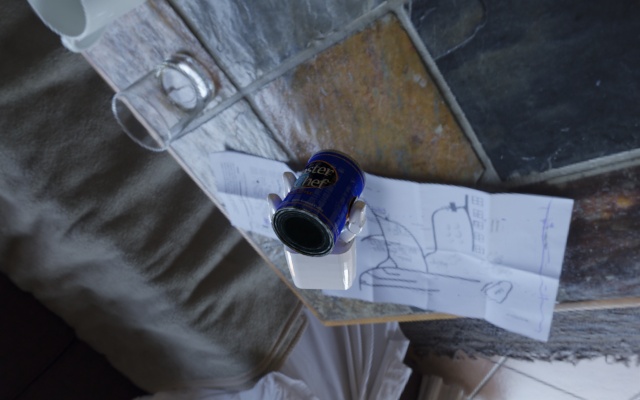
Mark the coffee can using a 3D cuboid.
[{"bbox_3d":[0.000,0.002,0.741,0.103,0.103,0.140,0,41,31],"label":"coffee can"}]
